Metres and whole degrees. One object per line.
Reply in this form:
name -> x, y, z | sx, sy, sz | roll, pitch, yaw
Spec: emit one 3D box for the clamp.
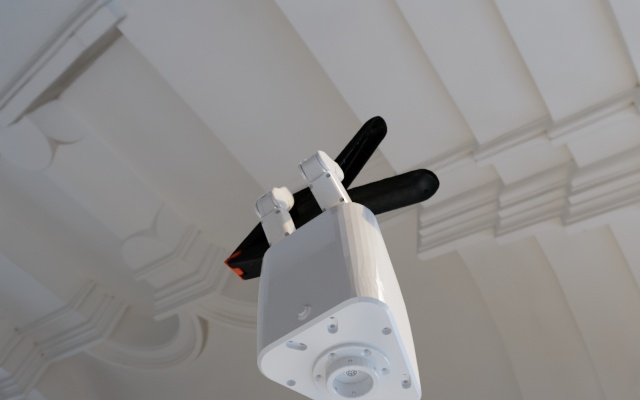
clamp -> 0.000, 0.002, 0.451 | 0.210, 0.036, 0.164 | -33, 25, 15
